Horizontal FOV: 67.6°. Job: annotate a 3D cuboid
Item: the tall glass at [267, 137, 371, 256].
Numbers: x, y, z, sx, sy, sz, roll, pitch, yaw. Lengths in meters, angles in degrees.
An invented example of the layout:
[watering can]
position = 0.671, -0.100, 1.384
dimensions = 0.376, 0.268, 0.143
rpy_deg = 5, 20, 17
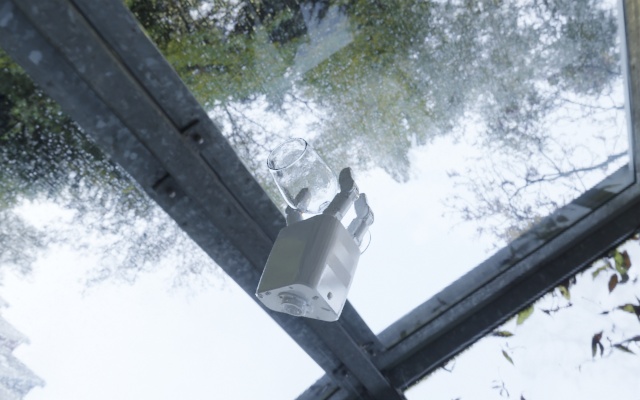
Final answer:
[tall glass]
position = 0.000, 0.003, 0.693
dimensions = 0.079, 0.079, 0.201
rpy_deg = 0, -41, 37
